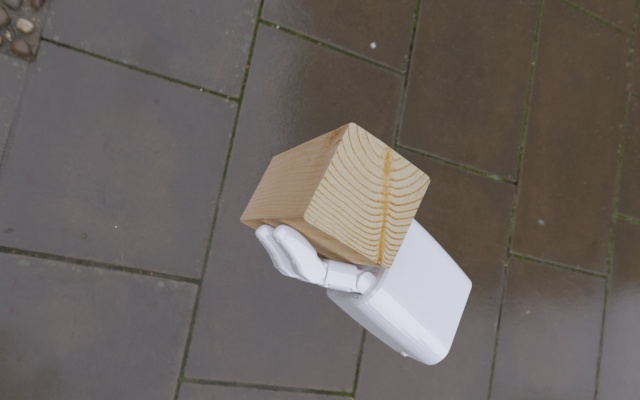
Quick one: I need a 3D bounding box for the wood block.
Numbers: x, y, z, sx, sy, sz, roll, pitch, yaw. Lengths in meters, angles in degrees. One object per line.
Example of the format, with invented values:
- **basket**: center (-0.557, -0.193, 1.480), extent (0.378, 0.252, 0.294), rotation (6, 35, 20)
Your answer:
- **wood block**: center (0.001, 0.001, 0.476), extent (0.090, 0.091, 0.206), rotation (32, -14, -18)
